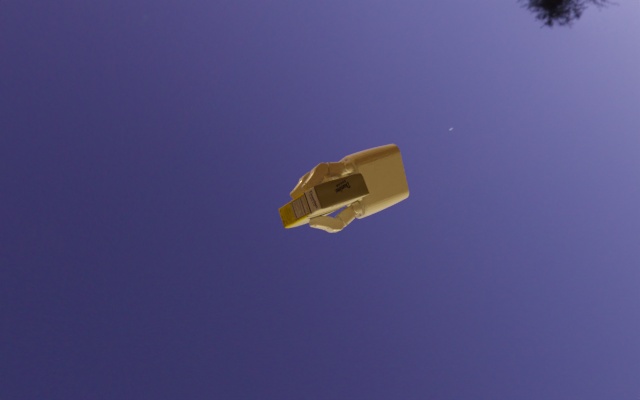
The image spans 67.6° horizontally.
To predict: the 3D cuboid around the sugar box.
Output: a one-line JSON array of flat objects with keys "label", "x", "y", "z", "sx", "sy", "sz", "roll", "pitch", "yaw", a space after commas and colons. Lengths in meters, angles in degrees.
[{"label": "sugar box", "x": 0.000, "y": 0.002, "z": 0.824, "sx": 0.093, "sy": 0.048, "sz": 0.176, "roll": -17, "pitch": -8, "yaw": -27}]
